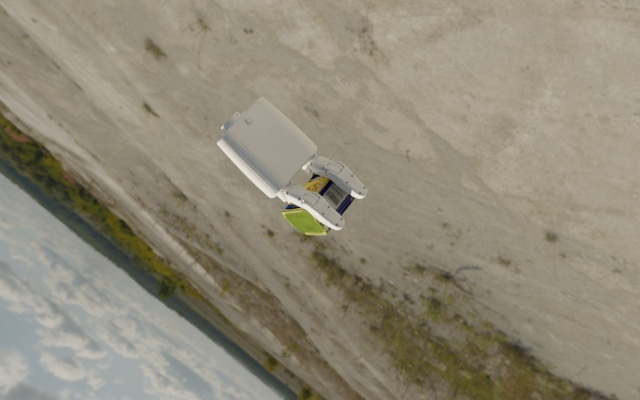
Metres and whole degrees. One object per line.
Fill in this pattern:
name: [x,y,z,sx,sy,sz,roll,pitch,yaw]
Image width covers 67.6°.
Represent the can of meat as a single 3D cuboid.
can of meat: [0.000,0.003,0.687,0.057,0.084,0.102,46,-21,-16]
